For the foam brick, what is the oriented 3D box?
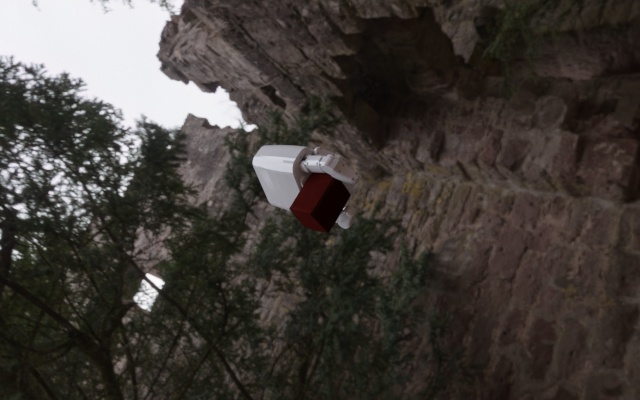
[{"bbox_3d":[0.000,0.003,0.735,0.051,0.078,0.053,10,-31,42],"label":"foam brick"}]
